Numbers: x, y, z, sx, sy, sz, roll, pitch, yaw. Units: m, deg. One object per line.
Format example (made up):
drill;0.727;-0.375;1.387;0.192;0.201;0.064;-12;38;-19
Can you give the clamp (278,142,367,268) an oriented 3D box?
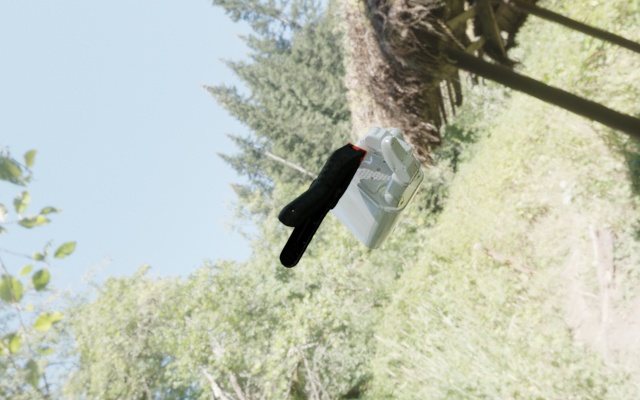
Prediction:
clamp;0.000;0.001;0.568;0.039;0.171;0.120;35;-36;10
